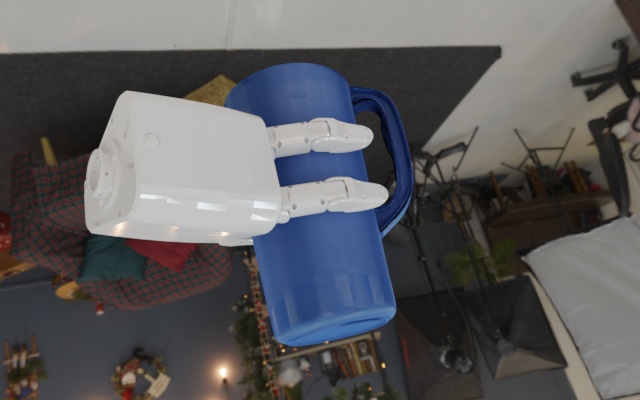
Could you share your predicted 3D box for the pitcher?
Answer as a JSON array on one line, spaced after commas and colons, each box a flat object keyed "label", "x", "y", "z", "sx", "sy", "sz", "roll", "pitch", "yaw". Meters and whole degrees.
[{"label": "pitcher", "x": 0.000, "y": 0.001, "z": 0.451, "sx": 0.145, "sy": 0.242, "sz": 0.149, "roll": 8, "pitch": -30, "yaw": -42}]
